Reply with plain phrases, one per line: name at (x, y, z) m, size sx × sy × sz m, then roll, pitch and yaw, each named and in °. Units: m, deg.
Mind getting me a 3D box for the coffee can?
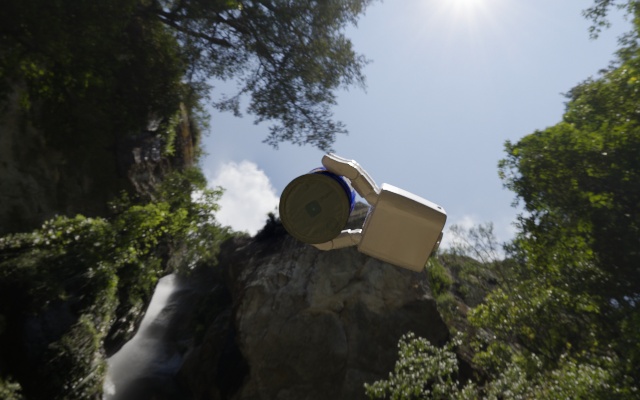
coffee can at (0.000, 0.002, 0.744) m, size 0.103 × 0.103 × 0.140 m, roll 0°, pitch 8°, yaw 8°
